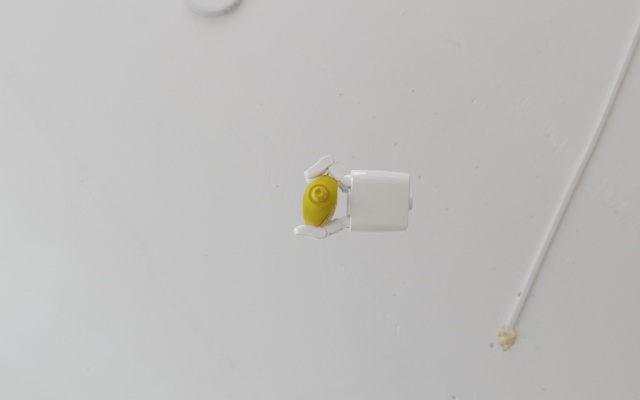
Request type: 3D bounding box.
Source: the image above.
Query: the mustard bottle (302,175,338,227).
[{"bbox_3d":[0.000,0.003,0.890,0.058,0.096,0.192,26,-8,5],"label":"mustard bottle"}]
